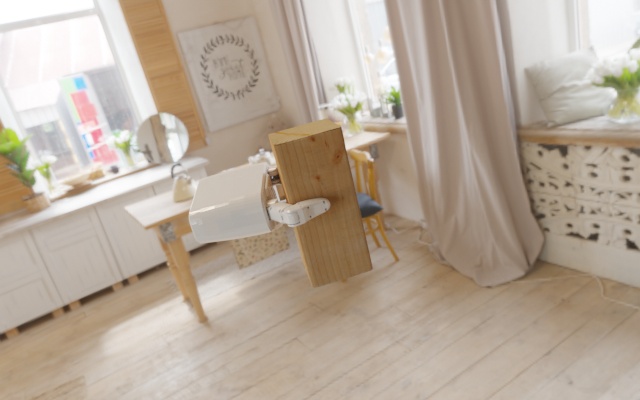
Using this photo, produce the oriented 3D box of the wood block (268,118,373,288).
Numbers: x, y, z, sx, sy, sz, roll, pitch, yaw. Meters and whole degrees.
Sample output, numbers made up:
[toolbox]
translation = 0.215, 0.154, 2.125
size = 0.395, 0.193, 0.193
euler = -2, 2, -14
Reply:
[wood block]
translation = 0.000, 0.002, 0.665
size = 0.090, 0.206, 0.090
euler = -16, 19, -6
